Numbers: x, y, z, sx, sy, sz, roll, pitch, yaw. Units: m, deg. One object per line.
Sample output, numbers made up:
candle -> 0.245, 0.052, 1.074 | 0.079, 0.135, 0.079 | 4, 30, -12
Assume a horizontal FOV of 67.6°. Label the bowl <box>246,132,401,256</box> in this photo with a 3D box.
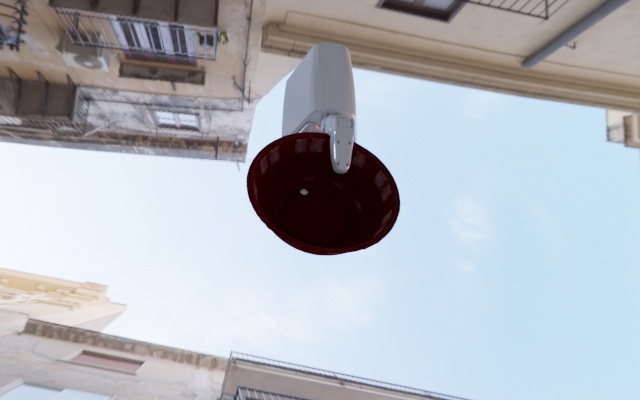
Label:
bowl -> 0.000, 0.003, 0.510 | 0.162, 0.162, 0.055 | 0, -38, -15
